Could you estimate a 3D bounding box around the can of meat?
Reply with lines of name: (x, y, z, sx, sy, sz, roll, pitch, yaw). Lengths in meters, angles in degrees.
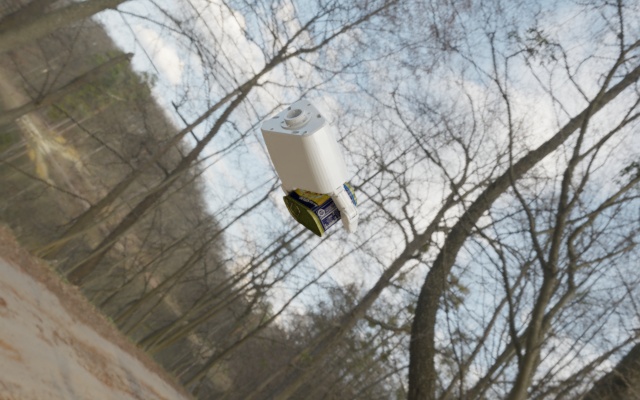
can of meat: (0.000, 0.002, 0.794, 0.084, 0.057, 0.102, -37, 36, -18)
